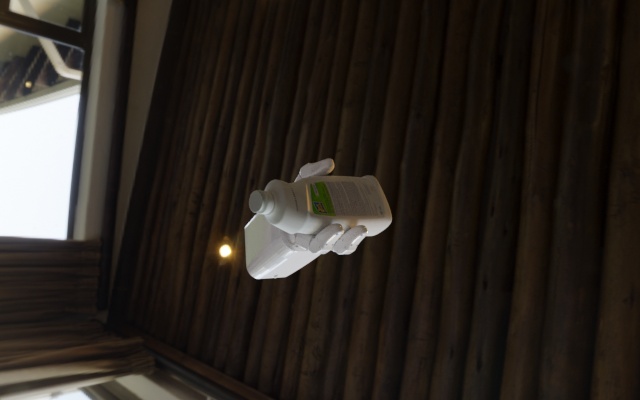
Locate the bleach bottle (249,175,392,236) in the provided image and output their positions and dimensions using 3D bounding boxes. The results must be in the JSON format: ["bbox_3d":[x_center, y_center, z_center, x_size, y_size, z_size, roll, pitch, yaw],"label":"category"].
[{"bbox_3d":[0.000,0.002,0.711,0.251,0.102,0.068,5,-36,-46],"label":"bleach bottle"}]
